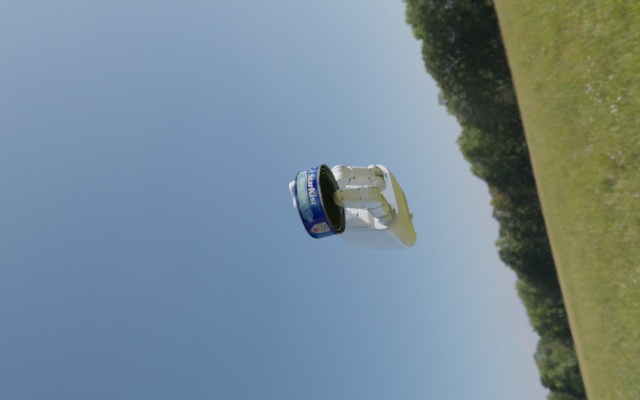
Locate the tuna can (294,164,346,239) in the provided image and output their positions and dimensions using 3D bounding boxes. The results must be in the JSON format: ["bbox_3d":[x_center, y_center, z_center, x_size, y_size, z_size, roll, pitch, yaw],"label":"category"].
[{"bbox_3d":[0.000,0.002,0.572,0.034,0.086,0.086,-15,-5,17],"label":"tuna can"}]
